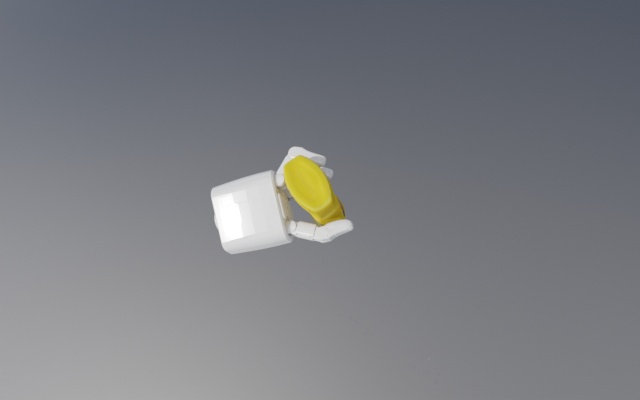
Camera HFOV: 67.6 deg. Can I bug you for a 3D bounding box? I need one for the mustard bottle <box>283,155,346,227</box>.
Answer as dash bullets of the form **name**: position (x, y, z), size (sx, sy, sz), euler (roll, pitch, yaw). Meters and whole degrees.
- **mustard bottle**: position (0.000, 0.002, 0.773), size (0.058, 0.096, 0.192), euler (-36, -22, -1)
